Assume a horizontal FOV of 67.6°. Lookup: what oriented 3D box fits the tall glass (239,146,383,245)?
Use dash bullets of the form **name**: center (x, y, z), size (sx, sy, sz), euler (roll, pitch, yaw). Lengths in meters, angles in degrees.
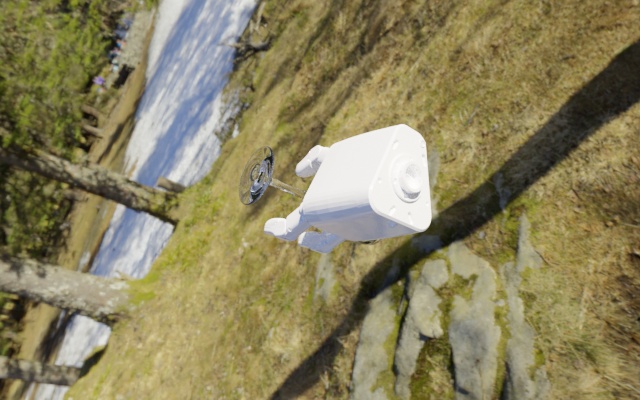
- **tall glass**: center (-0.001, 0.002, 0.617), size (0.201, 0.079, 0.079), euler (23, -13, -34)
